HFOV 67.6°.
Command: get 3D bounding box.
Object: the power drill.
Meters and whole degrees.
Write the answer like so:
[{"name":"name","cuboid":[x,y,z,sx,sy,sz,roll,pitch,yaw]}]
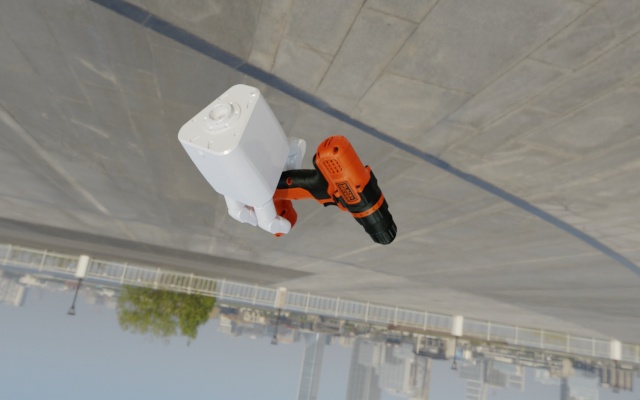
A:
[{"name":"power drill","cuboid":[0.000,0.002,0.684,0.187,0.184,0.057,-12,35,32]}]
